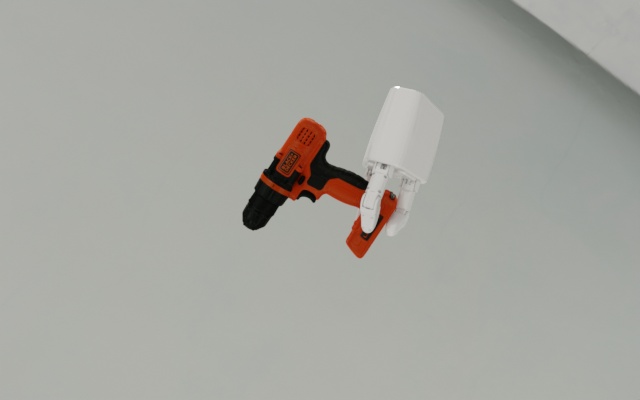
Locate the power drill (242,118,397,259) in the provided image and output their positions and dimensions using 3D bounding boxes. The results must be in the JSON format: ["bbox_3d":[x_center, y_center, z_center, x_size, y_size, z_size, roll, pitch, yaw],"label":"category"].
[{"bbox_3d":[0.001,0.002,0.688,0.187,0.184,0.057,33,11,-2],"label":"power drill"}]
